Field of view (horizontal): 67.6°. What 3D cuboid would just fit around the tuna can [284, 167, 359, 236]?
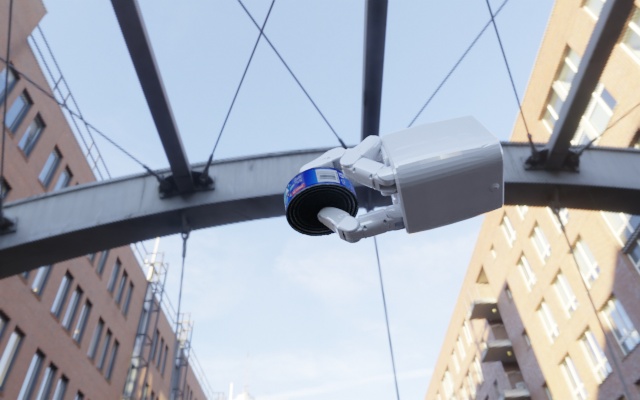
[{"bbox_3d":[0.000,0.001,0.562,0.086,0.086,0.033,0,44,-12],"label":"tuna can"}]
